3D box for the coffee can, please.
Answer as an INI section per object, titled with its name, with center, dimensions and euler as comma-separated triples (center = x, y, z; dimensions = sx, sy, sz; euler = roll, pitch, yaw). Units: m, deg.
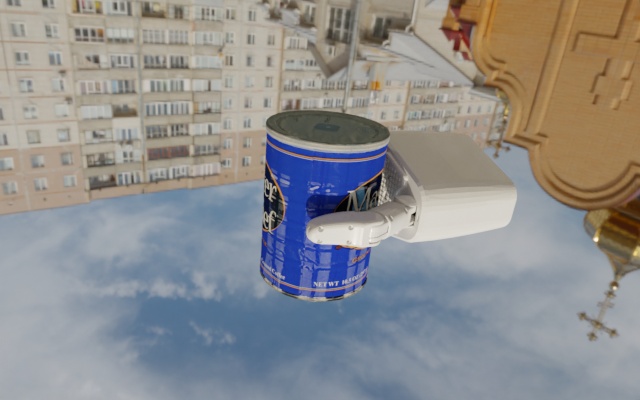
[coffee can]
center = 0.000, 0.001, 0.421
dimensions = 0.103, 0.140, 0.102
euler = 5, 24, -2
